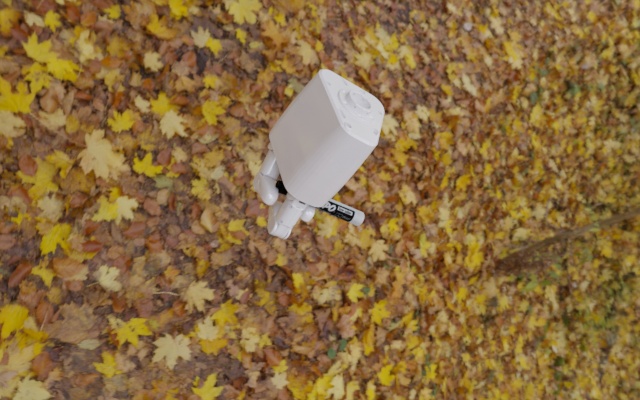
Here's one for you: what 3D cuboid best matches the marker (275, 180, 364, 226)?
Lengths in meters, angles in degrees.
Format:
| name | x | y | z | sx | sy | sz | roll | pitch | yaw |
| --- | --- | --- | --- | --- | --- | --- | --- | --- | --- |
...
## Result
| name | x | y | z | sx | sy | sz | roll | pitch | yaw |
| --- | --- | --- | --- | --- | --- | --- | --- | --- | --- |
| marker | 0.000 | 0.002 | 0.576 | 0.121 | 0.020 | 0.020 | 23 | -11 | -25 |
